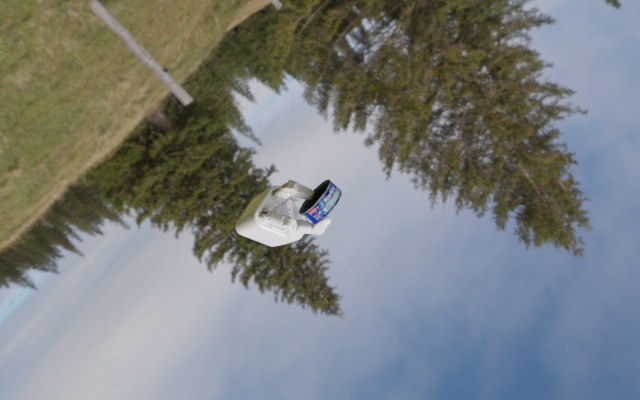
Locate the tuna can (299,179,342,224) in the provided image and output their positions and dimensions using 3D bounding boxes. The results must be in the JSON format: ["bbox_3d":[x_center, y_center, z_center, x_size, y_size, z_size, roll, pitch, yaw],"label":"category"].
[{"bbox_3d":[0.001,0.003,0.900,0.034,0.086,0.086,41,-12,-14],"label":"tuna can"}]
